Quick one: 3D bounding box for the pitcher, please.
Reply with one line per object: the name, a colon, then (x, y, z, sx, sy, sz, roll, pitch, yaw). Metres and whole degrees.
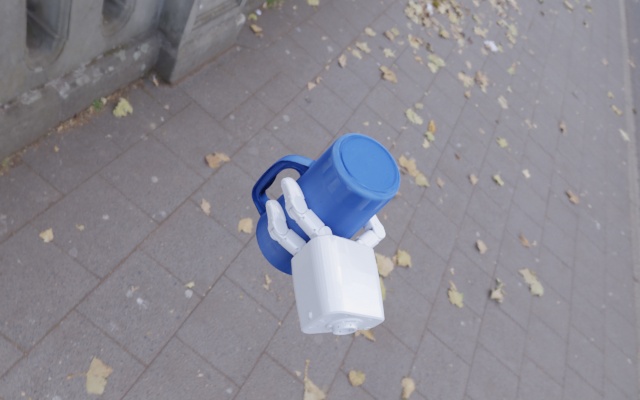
pitcher: (0.000, 0.003, 0.716, 0.149, 0.145, 0.243, 9, -34, -28)
